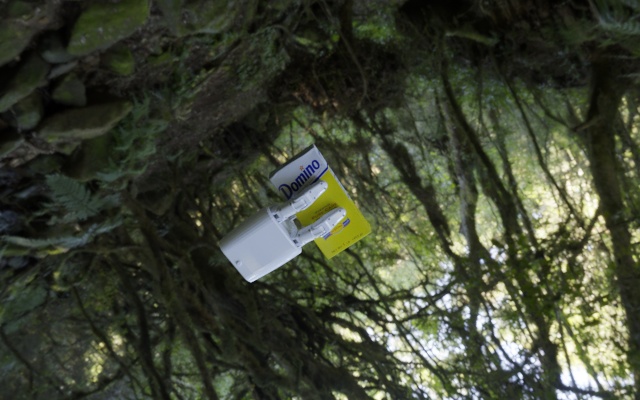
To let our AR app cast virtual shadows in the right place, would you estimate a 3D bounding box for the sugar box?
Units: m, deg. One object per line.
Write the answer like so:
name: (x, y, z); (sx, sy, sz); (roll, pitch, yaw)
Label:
sugar box: (0.000, 0.003, 0.807); (0.093, 0.176, 0.048); (-34, 16, 8)
